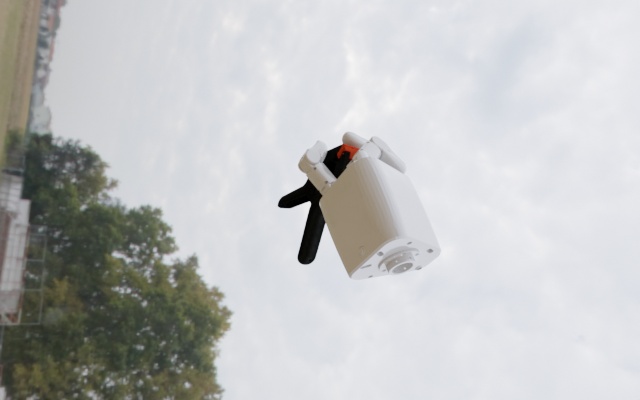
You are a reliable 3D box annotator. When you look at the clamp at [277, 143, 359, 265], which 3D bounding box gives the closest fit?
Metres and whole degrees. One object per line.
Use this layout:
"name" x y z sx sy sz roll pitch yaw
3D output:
"clamp" 0.001 0.002 0.635 0.039 0.120 0.171 2 -37 -37
